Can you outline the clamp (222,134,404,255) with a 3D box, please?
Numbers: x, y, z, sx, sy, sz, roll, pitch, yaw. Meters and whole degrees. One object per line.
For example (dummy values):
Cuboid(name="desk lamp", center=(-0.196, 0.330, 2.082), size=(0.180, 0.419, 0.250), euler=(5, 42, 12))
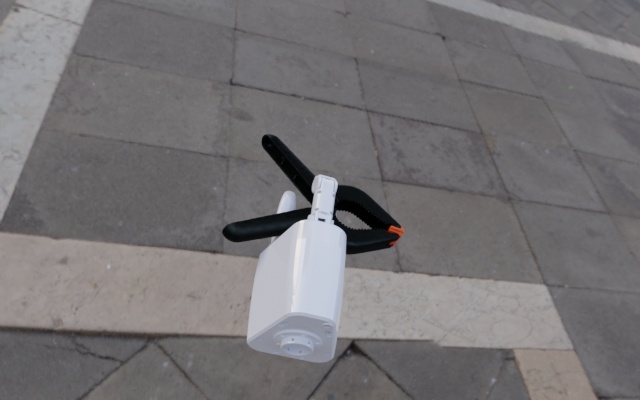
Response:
Cuboid(name="clamp", center=(0.001, 0.002, 0.582), size=(0.210, 0.164, 0.036), euler=(15, -38, -10))
